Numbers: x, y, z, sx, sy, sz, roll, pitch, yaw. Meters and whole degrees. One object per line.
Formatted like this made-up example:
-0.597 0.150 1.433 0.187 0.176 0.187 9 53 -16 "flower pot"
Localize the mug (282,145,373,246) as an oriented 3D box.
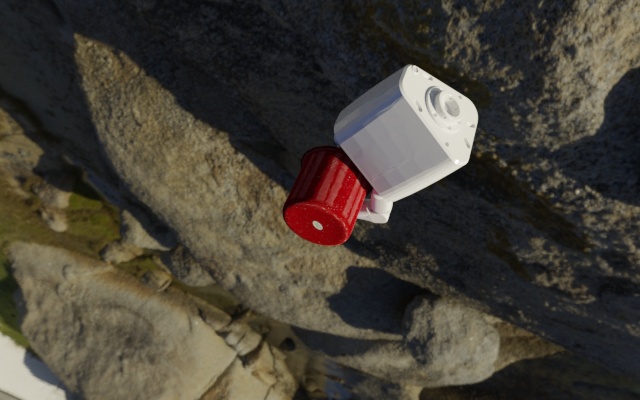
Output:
-0.001 0.002 0.560 0.093 0.081 0.117 36 -37 -18 "mug"
